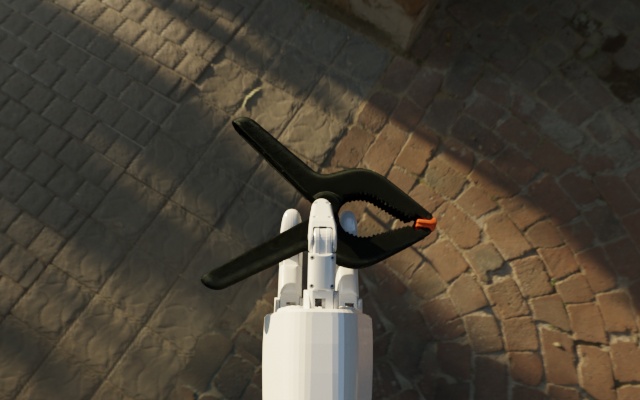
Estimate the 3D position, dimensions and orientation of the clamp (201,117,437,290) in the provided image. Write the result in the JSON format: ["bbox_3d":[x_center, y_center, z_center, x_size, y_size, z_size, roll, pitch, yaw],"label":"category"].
[{"bbox_3d":[0.001,0.001,0.444,0.210,0.164,0.036,1,-14,-1],"label":"clamp"}]
